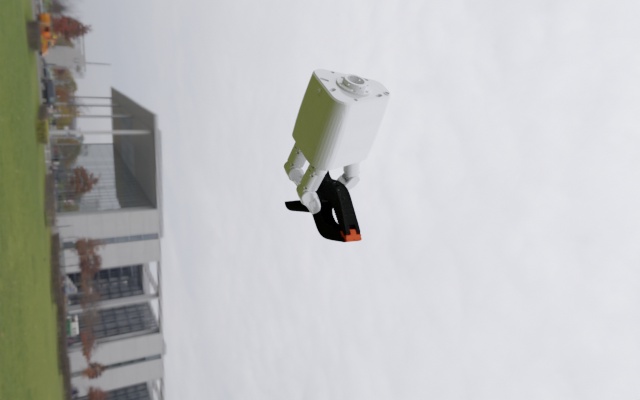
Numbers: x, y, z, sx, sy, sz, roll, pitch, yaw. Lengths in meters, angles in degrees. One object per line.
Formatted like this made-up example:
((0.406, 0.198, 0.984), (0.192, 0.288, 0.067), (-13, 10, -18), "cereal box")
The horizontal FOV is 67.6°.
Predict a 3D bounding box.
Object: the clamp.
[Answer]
((0.001, 0.003, 0.756), (0.036, 0.165, 0.209), (-4, 44, -29), "clamp")
